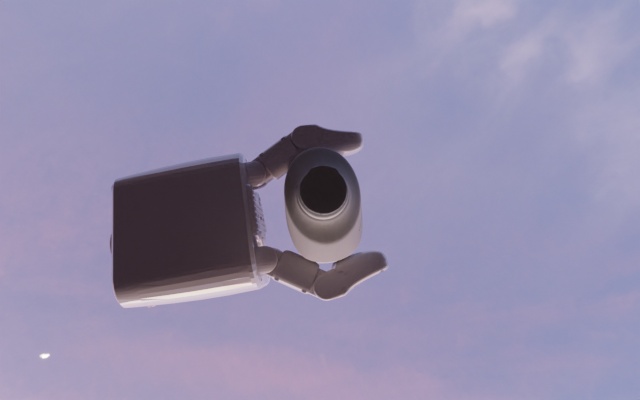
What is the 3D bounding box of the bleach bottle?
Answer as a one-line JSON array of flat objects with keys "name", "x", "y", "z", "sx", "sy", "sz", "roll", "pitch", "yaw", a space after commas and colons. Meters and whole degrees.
[{"name": "bleach bottle", "x": 0.000, "y": 0.001, "z": 0.401, "sx": 0.068, "sy": 0.102, "sz": 0.251, "roll": -9, "pitch": -7, "yaw": -1}]
